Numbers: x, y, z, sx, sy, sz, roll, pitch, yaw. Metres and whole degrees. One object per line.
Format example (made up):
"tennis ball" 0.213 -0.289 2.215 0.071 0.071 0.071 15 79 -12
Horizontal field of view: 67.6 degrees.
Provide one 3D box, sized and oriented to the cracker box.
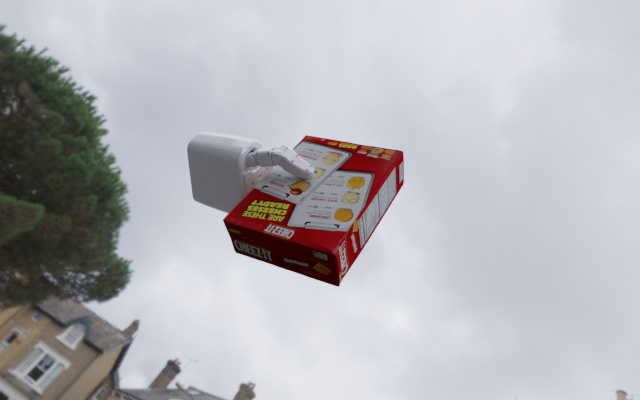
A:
"cracker box" 0.000 0.002 0.656 0.164 0.072 0.213 14 45 27
